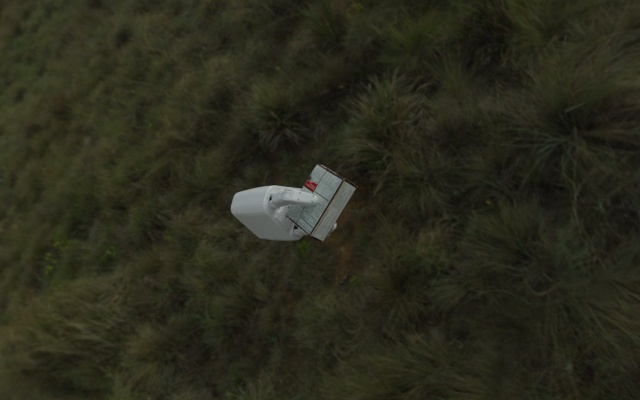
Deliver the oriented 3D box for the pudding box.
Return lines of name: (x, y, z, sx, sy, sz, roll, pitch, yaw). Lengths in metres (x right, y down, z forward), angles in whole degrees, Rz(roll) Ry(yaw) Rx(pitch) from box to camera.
pudding box: (0.000, 0.003, 0.816, 0.039, 0.113, 0.090, 27, 6, -39)
